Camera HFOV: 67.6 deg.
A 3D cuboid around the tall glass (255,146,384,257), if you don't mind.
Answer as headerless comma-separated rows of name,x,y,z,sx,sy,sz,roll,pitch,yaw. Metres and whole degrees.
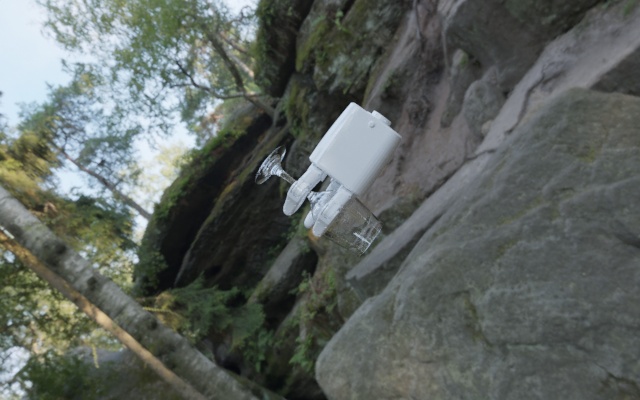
tall glass,-0.001,0.002,0.738,0.201,0.079,0.079,37,6,7
